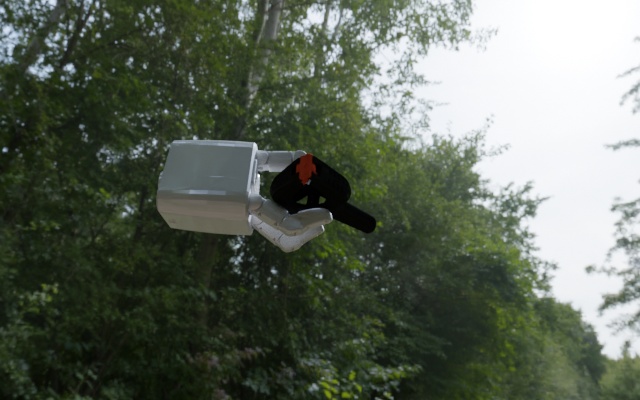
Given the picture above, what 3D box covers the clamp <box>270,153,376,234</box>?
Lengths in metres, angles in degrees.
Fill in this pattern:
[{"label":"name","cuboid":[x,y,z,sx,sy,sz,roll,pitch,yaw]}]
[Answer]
[{"label":"clamp","cuboid":[0.000,0.001,0.592,0.164,0.036,0.210,2,-21,-3]}]
